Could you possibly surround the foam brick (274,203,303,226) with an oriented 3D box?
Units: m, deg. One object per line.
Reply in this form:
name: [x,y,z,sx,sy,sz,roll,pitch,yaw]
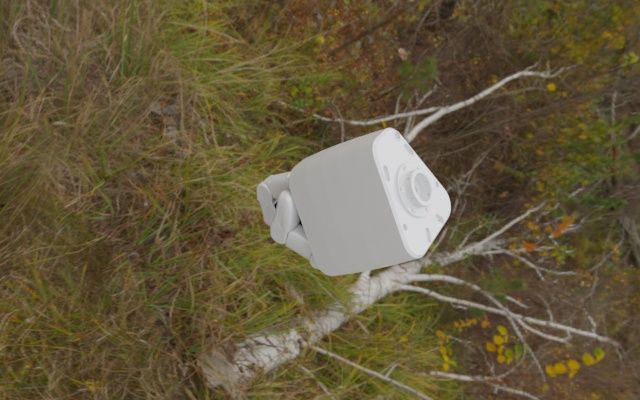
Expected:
foam brick: [0.000,0.001,0.514,0.051,0.053,0.078,-18,19,44]
